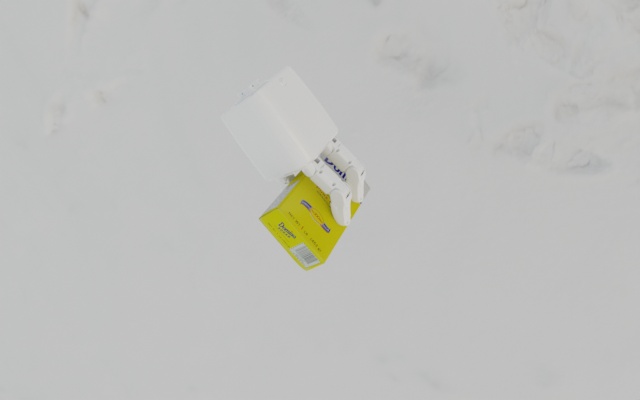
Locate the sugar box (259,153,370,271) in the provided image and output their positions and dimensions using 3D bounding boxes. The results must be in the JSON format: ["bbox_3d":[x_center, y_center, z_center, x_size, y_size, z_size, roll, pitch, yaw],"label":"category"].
[{"bbox_3d":[0.000,0.002,0.641,0.048,0.093,0.176,-26,19,41],"label":"sugar box"}]
